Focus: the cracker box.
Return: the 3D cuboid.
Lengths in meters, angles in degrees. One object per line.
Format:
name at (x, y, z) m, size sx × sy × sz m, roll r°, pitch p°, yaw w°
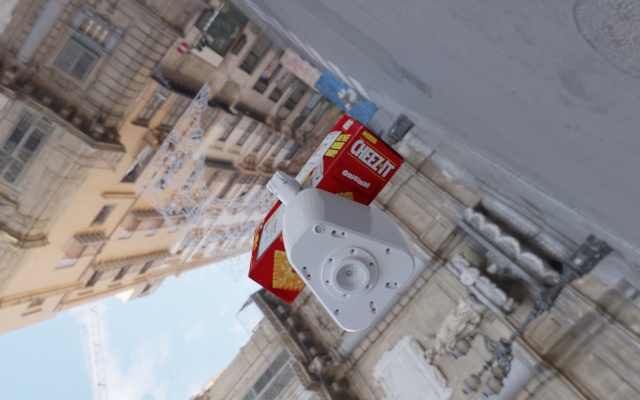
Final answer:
cracker box at (0.000, 0.002, 0.603) m, size 0.072 × 0.214 × 0.164 m, roll 36°, pitch 9°, yaw -13°
